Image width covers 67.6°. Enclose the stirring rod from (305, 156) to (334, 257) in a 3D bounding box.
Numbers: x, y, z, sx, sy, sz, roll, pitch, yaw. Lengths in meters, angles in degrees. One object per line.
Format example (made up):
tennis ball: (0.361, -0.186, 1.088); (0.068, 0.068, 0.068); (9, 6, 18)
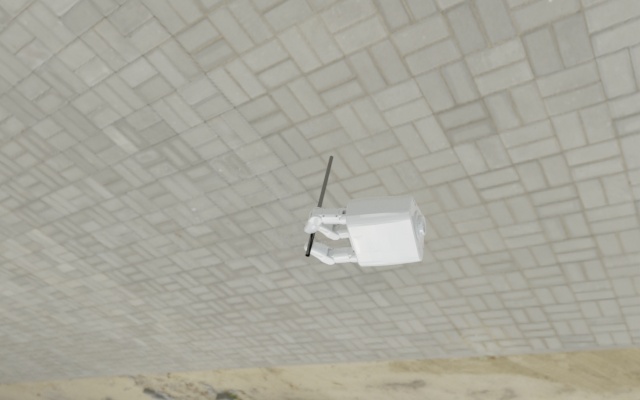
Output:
stirring rod: (0.000, 0.003, 0.877); (0.011, 0.239, 0.011); (8, -40, 7)
